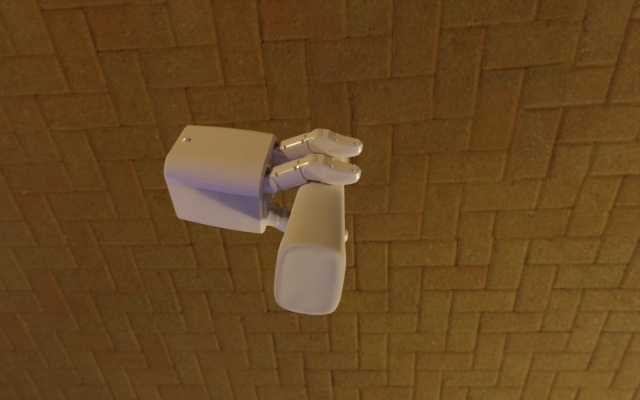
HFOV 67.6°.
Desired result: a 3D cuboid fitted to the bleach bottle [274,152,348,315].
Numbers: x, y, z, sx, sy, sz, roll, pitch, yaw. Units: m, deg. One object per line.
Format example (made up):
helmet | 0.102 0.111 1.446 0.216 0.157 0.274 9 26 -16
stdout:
bleach bottle | 0.000 0.002 0.555 0.068 0.103 0.250 8 38 0
